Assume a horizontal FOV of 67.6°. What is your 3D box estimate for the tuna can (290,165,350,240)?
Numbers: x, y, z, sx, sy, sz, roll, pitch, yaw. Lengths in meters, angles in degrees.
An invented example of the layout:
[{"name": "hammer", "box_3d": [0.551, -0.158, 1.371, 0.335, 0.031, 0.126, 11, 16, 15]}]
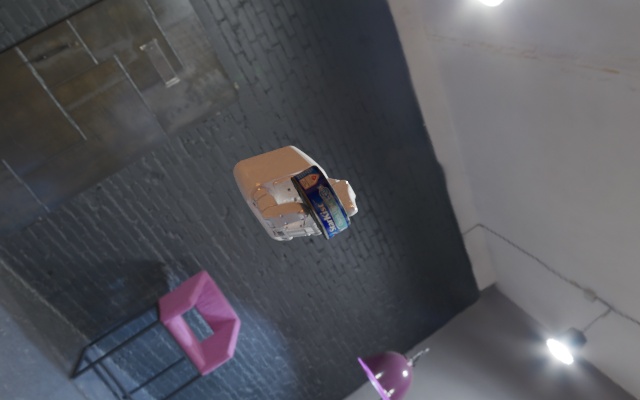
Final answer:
[{"name": "tuna can", "box_3d": [0.001, 0.002, 0.561, 0.034, 0.086, 0.086, -30, 3, -5]}]
